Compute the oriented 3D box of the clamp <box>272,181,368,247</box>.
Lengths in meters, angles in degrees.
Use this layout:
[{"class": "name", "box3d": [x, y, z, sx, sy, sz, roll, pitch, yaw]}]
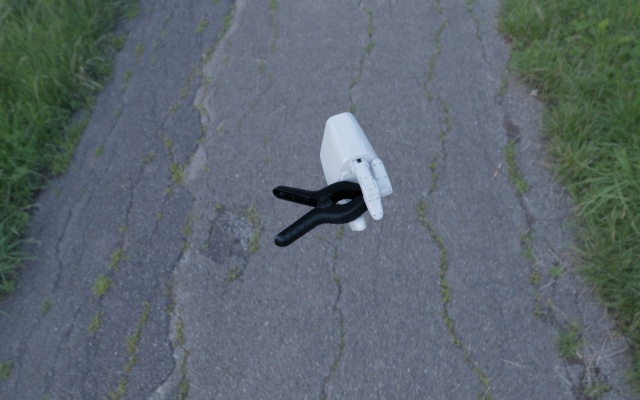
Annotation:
[{"class": "clamp", "box3d": [0.000, 0.002, 0.752, 0.171, 0.120, 0.039, -17, -38, -3]}]
